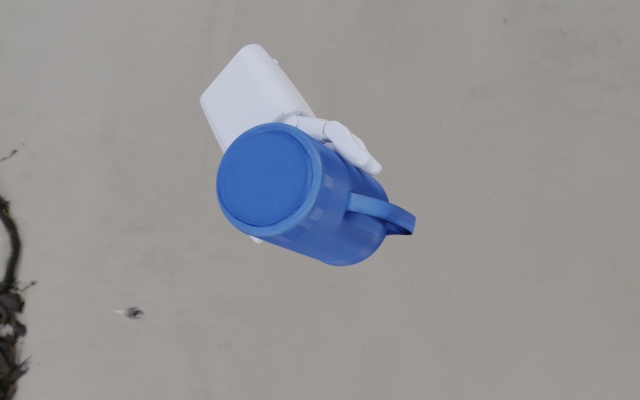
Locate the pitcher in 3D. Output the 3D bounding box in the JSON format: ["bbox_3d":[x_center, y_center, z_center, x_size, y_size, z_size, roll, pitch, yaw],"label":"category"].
[{"bbox_3d":[0.000,0.002,0.532,0.149,0.145,0.243,-35,-20,11],"label":"pitcher"}]
